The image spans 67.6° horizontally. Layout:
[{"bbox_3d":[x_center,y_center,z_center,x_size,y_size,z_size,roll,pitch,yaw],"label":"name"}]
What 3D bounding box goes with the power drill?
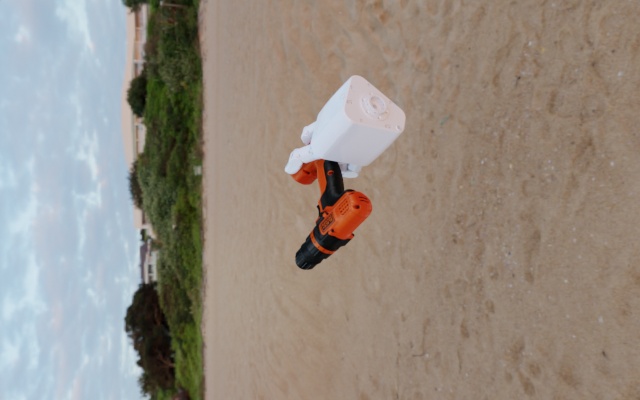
[{"bbox_3d":[0.000,0.002,0.808,0.057,0.187,0.184,13,-45,-37],"label":"power drill"}]
